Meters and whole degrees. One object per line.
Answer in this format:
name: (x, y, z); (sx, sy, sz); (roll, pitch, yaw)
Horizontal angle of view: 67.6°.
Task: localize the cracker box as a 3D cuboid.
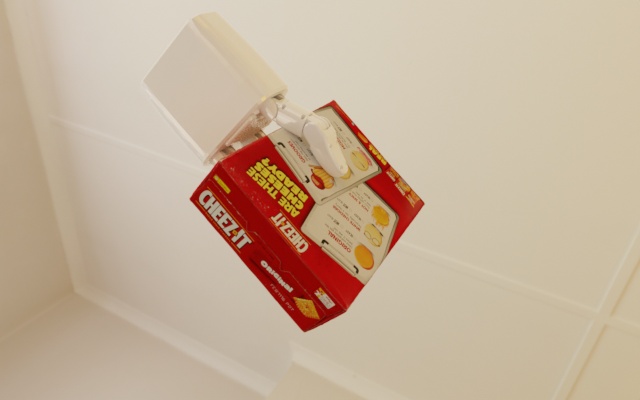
cracker box: (0.000, 0.001, 0.489); (0.072, 0.164, 0.213); (-41, 0, 39)
